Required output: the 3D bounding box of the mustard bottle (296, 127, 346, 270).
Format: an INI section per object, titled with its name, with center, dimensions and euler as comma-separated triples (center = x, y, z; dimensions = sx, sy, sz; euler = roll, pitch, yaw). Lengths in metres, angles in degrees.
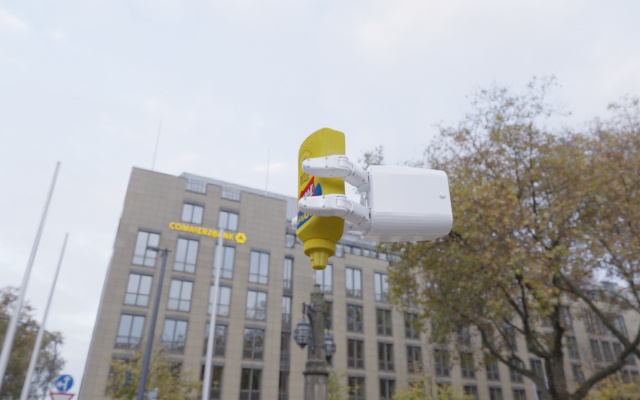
[mustard bottle]
center = 0.000, 0.002, 0.654
dimensions = 0.058, 0.191, 0.096
euler = 14, -30, -24
